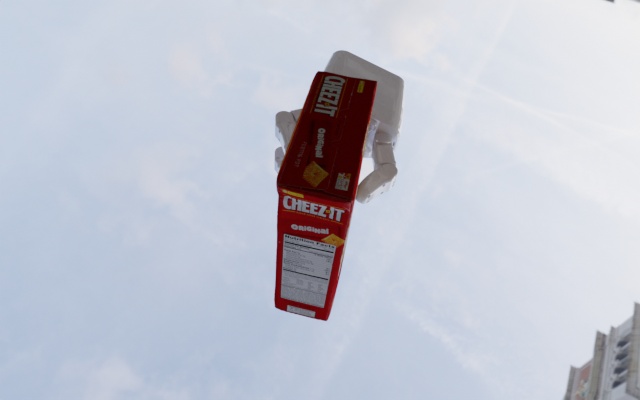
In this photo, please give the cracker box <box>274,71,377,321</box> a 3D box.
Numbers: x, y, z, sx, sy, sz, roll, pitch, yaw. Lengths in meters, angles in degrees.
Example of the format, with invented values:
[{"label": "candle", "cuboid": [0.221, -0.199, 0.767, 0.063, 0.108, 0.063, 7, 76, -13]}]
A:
[{"label": "cracker box", "cuboid": [0.000, 0.002, 0.504, 0.072, 0.164, 0.214, 11, -40, 3]}]
